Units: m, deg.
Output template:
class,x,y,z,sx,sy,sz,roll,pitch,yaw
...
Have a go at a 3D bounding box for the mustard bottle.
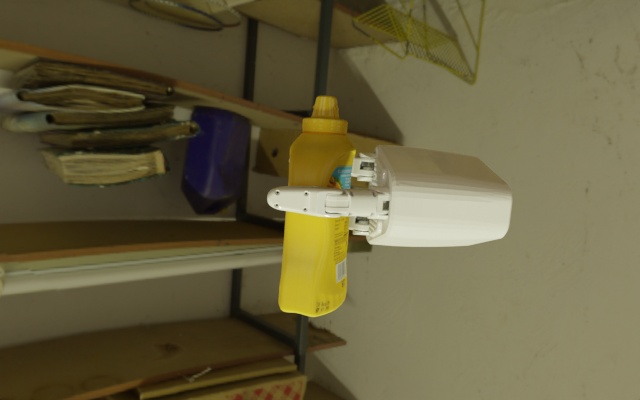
class,x,y,z,sx,sy,sz,roll,pitch,yaw
mustard bottle,0.000,0.002,0.440,0.058,0.191,0.096,6,7,19
